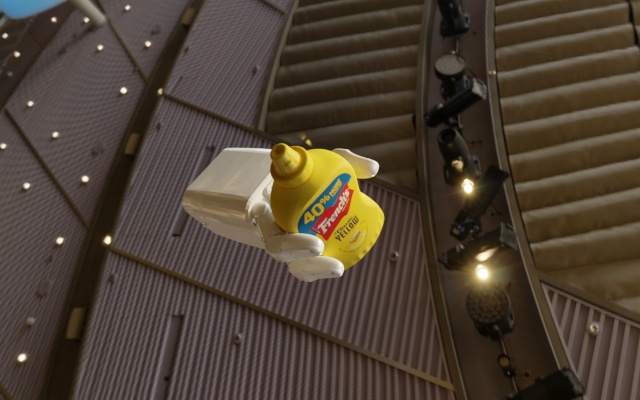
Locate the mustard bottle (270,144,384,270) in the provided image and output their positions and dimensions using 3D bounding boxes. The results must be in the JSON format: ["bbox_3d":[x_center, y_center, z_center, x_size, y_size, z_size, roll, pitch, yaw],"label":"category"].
[{"bbox_3d":[0.000,0.002,0.504,0.058,0.096,0.192,39,-7,39],"label":"mustard bottle"}]
